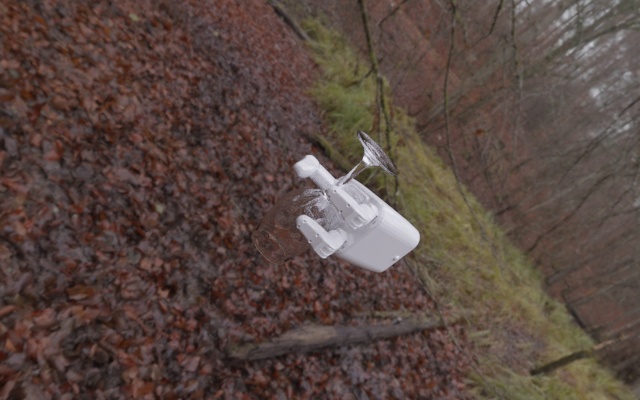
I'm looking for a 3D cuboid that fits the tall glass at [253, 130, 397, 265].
[{"bbox_3d":[0.000,0.002,0.626,0.201,0.079,0.079,-41,-16,19],"label":"tall glass"}]
